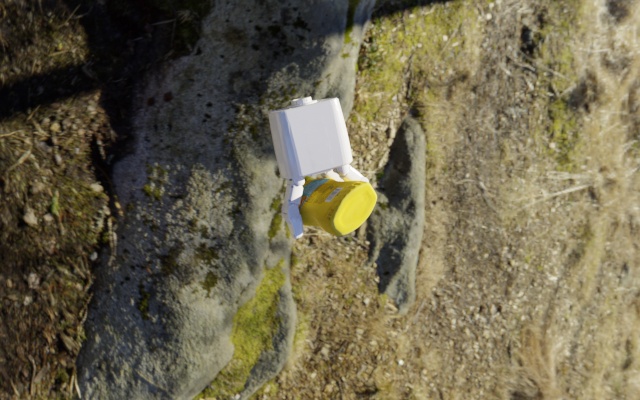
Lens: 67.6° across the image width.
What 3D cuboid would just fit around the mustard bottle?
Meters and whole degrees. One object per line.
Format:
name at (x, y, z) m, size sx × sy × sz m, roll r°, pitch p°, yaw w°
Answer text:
mustard bottle at (0.000, 0.003, 0.795) m, size 0.096 × 0.058 × 0.191 m, roll -47°, pitch 29°, yaw -20°
